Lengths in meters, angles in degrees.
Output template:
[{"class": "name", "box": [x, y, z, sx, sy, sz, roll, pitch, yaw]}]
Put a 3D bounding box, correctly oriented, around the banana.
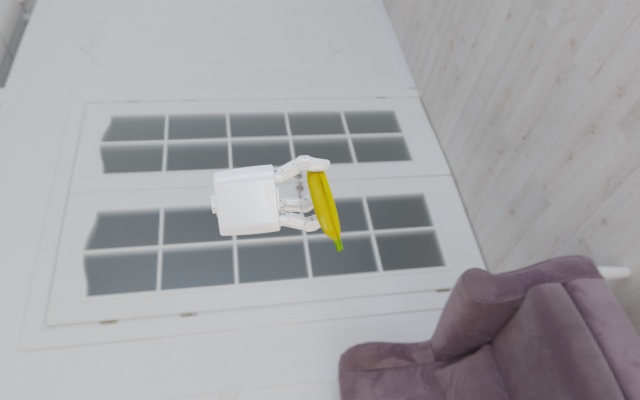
[{"class": "banana", "box": [0.000, -0.006, 0.843, 0.037, 0.197, 0.070, -10, -38, -6]}]
